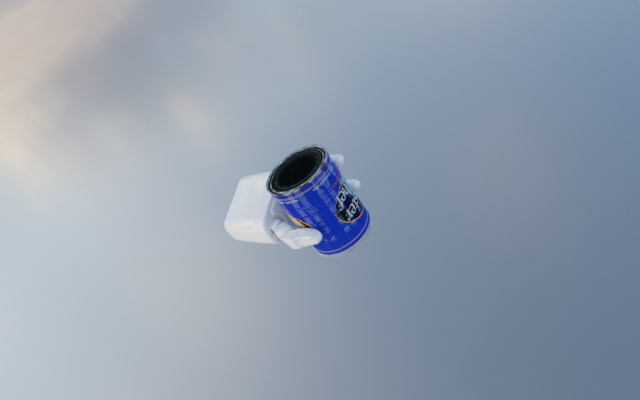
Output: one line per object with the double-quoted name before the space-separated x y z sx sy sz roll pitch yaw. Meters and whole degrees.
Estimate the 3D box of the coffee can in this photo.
"coffee can" 0.000 0.002 0.713 0.103 0.102 0.140 0 -43 43
